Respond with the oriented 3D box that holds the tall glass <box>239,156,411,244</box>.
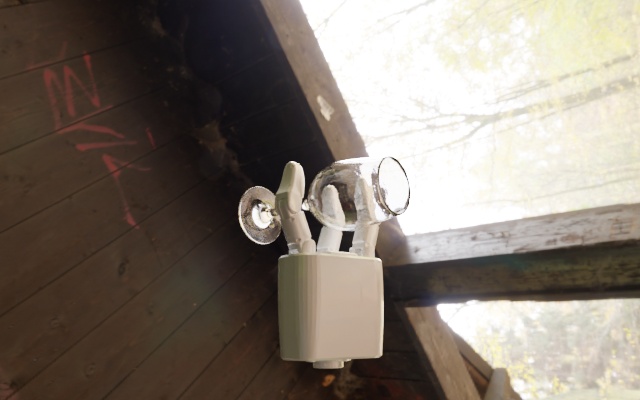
[{"bbox_3d":[0.000,0.002,0.545,0.201,0.079,0.079,-13,-8,39],"label":"tall glass"}]
